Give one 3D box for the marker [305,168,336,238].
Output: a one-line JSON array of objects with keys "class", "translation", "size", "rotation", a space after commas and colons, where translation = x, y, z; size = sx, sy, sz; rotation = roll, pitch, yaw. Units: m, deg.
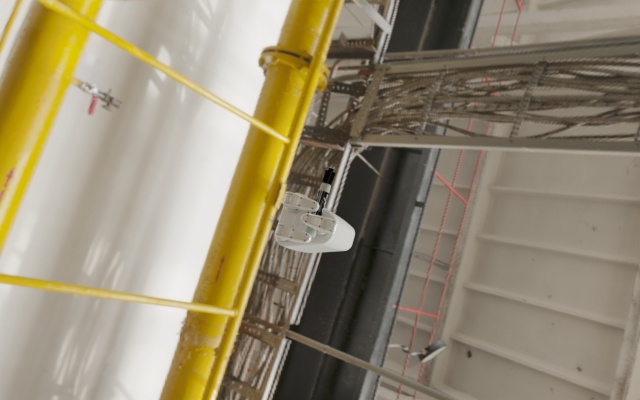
[{"class": "marker", "translation": [0.000, 0.003, 0.806], "size": [0.020, 0.121, 0.020], "rotation": [18, -7, 2]}]
